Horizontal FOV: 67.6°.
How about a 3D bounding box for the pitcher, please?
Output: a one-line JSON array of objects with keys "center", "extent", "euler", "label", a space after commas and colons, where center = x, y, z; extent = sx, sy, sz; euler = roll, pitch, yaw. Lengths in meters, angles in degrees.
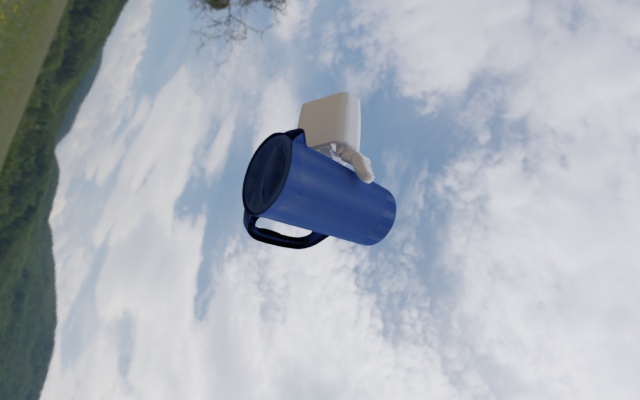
[{"center": [0.000, 0.002, 0.776], "extent": [0.243, 0.145, 0.149], "euler": [22, -30, -34], "label": "pitcher"}]
